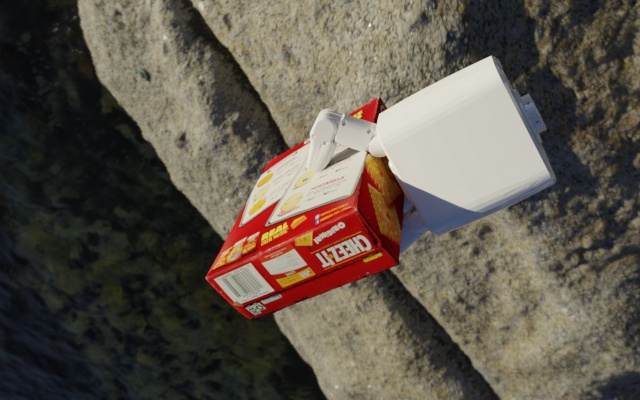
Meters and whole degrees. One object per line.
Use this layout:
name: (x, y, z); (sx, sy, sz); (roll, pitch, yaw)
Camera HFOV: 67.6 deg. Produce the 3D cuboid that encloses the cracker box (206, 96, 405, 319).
cracker box: (0.000, 0.002, 0.478); (0.164, 0.072, 0.213); (-27, 24, 27)
